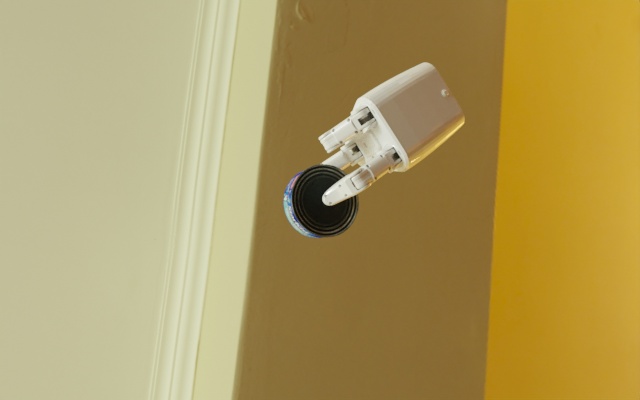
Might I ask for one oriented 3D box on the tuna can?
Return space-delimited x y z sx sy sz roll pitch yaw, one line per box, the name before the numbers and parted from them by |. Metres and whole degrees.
tuna can | 0.000 0.002 0.566 0.086 0.086 0.034 0 -7 -24
